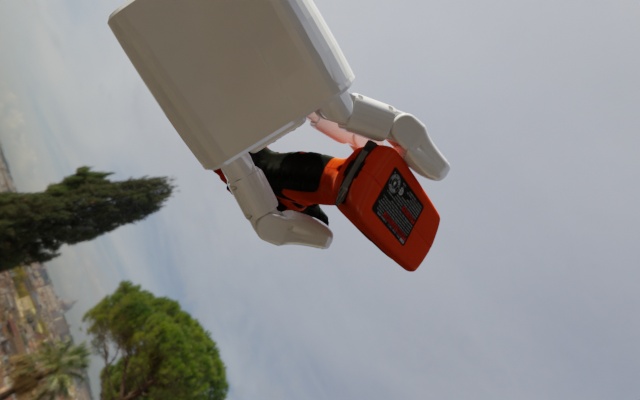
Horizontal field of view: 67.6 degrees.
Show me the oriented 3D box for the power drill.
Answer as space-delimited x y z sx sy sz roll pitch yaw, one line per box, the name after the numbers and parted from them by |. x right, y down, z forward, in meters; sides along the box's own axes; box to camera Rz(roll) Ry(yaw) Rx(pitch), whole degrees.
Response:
0.000 0.001 0.402 0.187 0.057 0.184 13 -22 42 | power drill
